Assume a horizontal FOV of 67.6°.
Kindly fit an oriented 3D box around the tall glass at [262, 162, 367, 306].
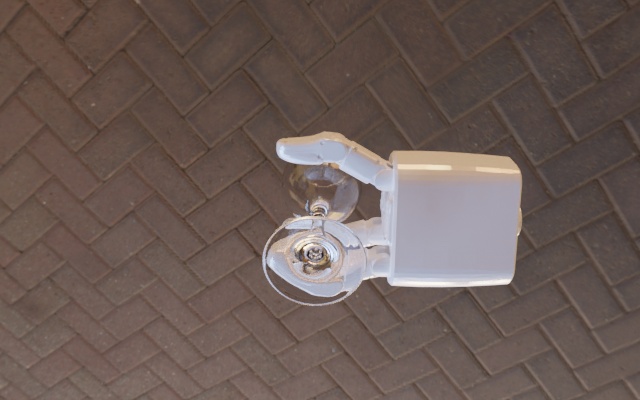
[{"bbox_3d":[0.000,0.002,0.425,0.079,0.079,0.201,0,26,2],"label":"tall glass"}]
